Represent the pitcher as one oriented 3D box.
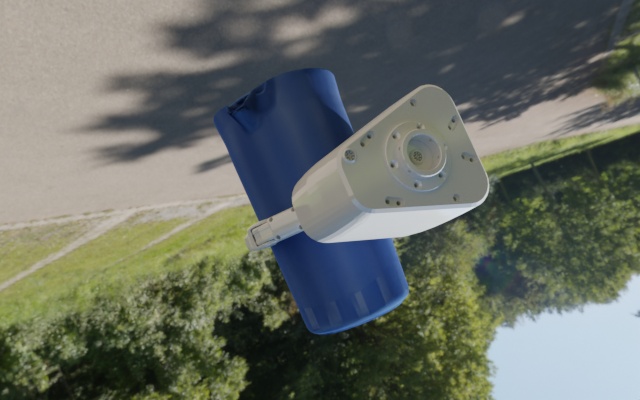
[{"bbox_3d":[0.000,0.002,0.492,0.149,0.243,0.145,-20,-6,-22],"label":"pitcher"}]
